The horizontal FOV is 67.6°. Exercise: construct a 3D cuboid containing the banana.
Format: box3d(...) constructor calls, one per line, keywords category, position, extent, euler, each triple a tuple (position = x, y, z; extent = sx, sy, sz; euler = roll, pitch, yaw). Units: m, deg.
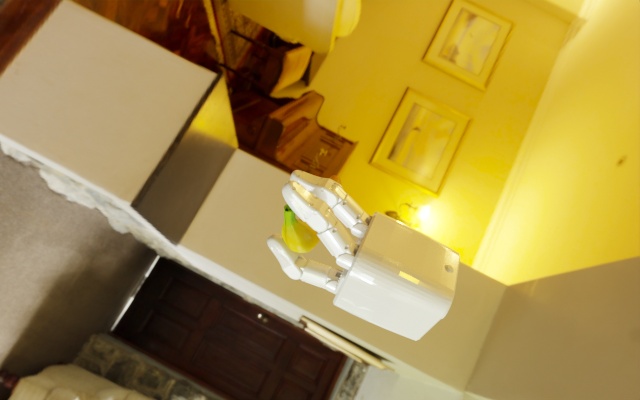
box3d(category="banana", position=(-0.007, 0.019, 0.579), extent=(0.037, 0.070, 0.197), euler=(23, 18, 9))
